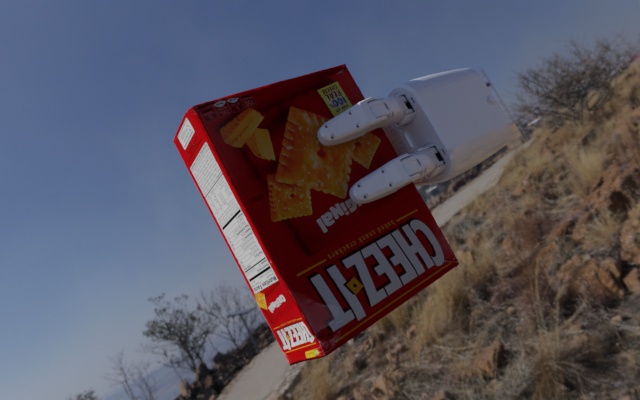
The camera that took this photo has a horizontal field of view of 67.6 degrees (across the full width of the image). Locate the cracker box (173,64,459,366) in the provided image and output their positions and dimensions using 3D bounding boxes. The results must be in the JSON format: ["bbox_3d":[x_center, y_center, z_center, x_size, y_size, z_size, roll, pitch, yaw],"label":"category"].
[{"bbox_3d":[0.000,0.001,0.411,0.164,0.213,0.072,-24,-8,-34],"label":"cracker box"}]
